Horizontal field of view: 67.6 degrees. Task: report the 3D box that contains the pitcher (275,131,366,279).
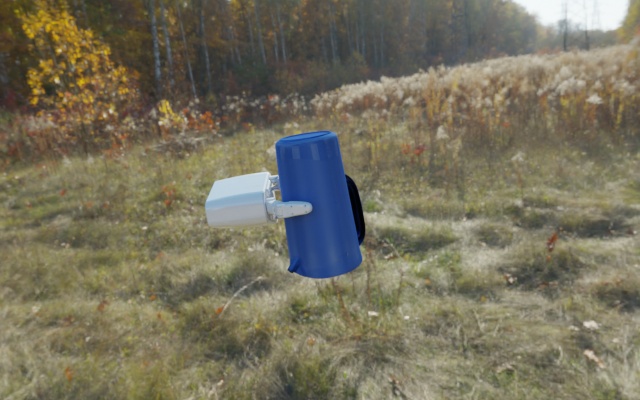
[{"bbox_3d":[0.000,0.003,0.846,0.145,0.243,0.149,-8,14,5],"label":"pitcher"}]
